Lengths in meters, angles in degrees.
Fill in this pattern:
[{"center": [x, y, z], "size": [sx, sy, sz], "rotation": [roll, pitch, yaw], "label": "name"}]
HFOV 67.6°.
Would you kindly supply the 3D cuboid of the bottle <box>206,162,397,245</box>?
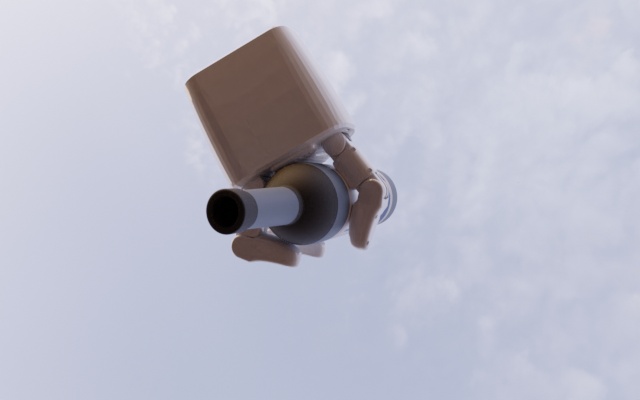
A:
[{"center": [0.000, 0.001, 0.415], "size": [0.069, 0.069, 0.295], "rotation": [0, 2, 22], "label": "bottle"}]
